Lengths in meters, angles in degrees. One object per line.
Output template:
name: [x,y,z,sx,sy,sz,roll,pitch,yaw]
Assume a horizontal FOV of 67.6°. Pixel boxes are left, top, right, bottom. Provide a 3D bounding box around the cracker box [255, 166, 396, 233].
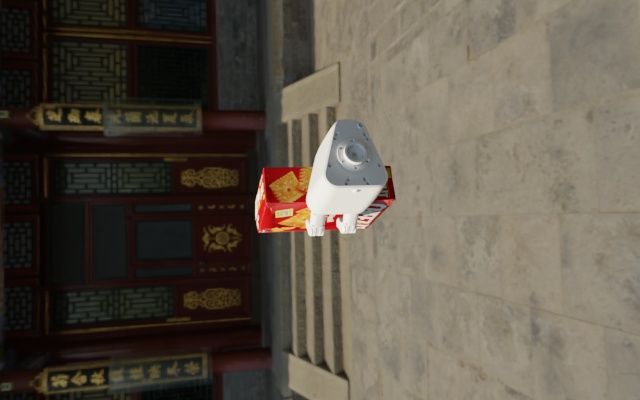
cracker box: [0.000,0.003,0.828,0.214,0.072,0.164,-1,-20,-13]
